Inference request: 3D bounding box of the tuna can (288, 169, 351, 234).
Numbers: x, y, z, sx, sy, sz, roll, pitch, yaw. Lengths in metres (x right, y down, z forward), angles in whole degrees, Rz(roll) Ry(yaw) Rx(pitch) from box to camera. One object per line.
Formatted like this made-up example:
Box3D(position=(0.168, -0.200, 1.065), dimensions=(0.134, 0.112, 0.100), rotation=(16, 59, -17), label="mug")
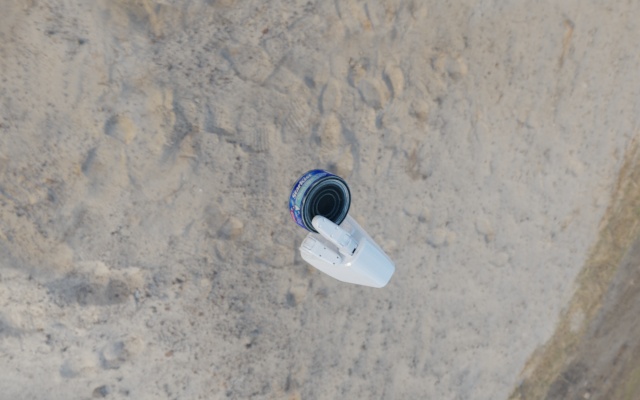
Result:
Box3D(position=(0.000, 0.002, 0.651), dimensions=(0.086, 0.086, 0.033), rotation=(0, 18, -38), label="tuna can")
